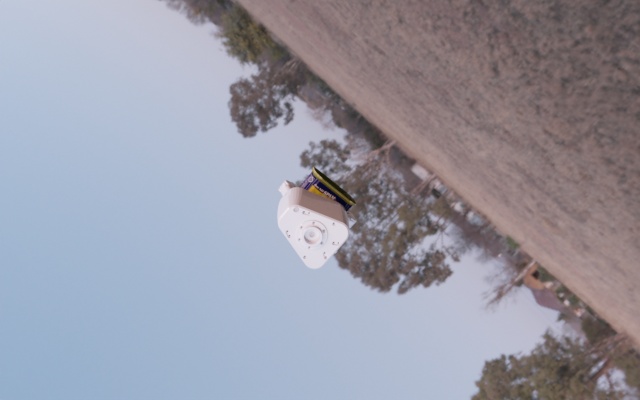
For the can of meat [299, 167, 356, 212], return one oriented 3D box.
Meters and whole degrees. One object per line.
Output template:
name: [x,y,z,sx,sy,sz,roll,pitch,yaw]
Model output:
can of meat: [0.000,0.003,0.889,0.102,0.084,0.057,38,10,-15]
